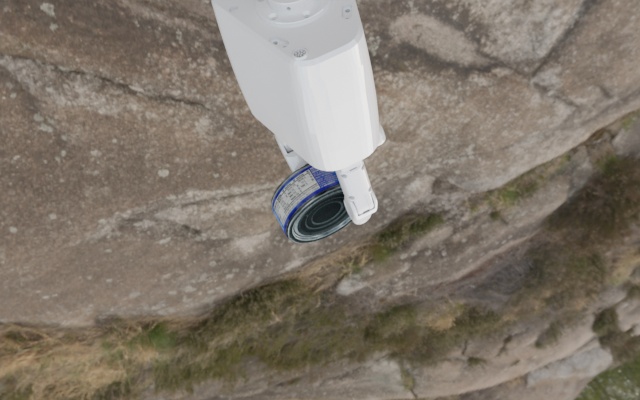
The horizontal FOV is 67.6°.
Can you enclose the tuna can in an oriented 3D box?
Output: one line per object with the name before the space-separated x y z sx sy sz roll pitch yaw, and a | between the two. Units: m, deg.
tuna can | 0.000 0.002 0.437 0.086 0.033 0.086 -24 -29 -14
